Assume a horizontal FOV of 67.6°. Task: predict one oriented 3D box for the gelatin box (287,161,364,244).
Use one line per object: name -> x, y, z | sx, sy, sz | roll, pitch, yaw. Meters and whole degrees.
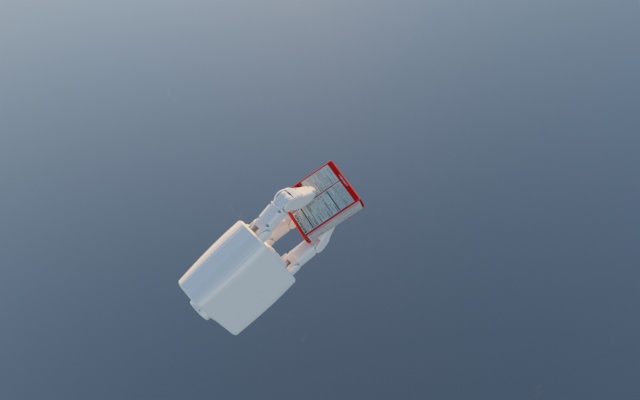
gelatin box -> 0.000, 0.002, 0.627 | 0.089, 0.073, 0.030 | -35, -29, 0
